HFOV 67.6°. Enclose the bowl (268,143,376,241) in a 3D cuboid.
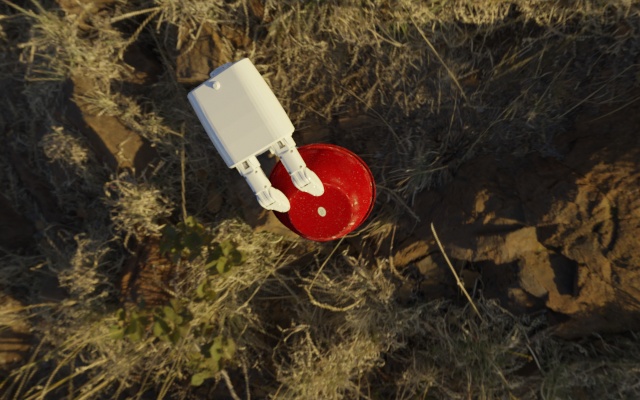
[{"bbox_3d":[0.001,0.003,0.688,0.162,0.162,0.055,0,30,2],"label":"bowl"}]
